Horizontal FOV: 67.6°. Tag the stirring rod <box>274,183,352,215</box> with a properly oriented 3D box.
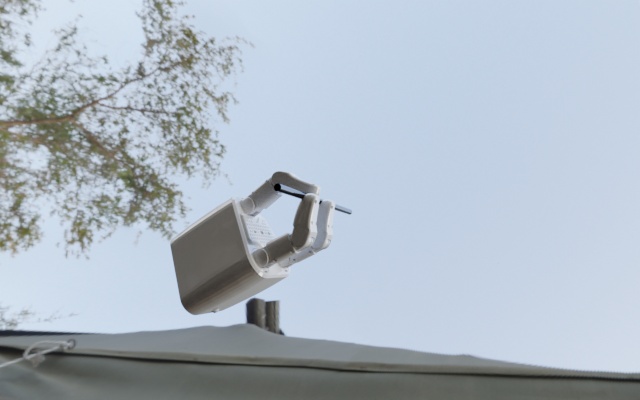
[{"bbox_3d":[0.000,0.002,0.574,0.011,0.011,0.239,0,-7,20],"label":"stirring rod"}]
